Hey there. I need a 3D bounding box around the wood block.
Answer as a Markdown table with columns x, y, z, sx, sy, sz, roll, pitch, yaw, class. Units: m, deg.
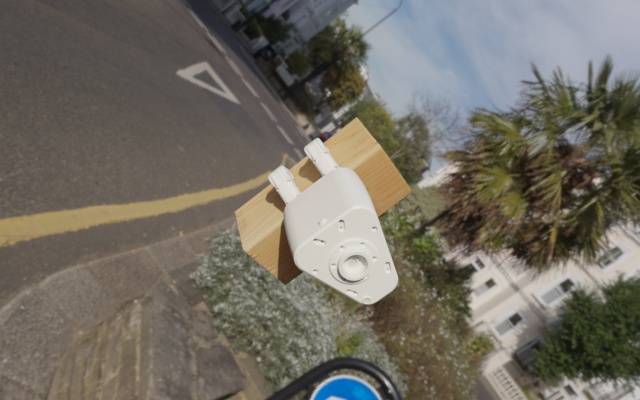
| x | y | z | sx | sy | sz | roll | pitch | yaw | class |
| --- | --- | --- | --- | --- | --- | --- | --- | --- | --- |
| 0.000 | 0.002 | 0.623 | 0.206 | 0.091 | 0.090 | -37 | 36 | 7 | wood block |
